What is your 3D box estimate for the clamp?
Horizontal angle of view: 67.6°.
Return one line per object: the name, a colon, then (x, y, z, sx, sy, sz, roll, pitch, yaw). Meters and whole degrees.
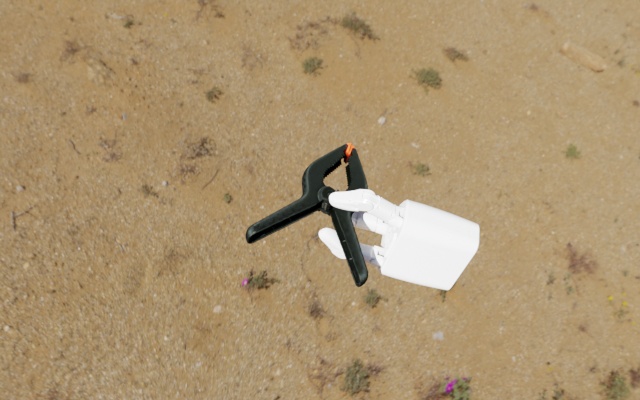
clamp: (0.001, 0.001, 0.652, 0.164, 0.209, 0.036, 16, -33, -3)
